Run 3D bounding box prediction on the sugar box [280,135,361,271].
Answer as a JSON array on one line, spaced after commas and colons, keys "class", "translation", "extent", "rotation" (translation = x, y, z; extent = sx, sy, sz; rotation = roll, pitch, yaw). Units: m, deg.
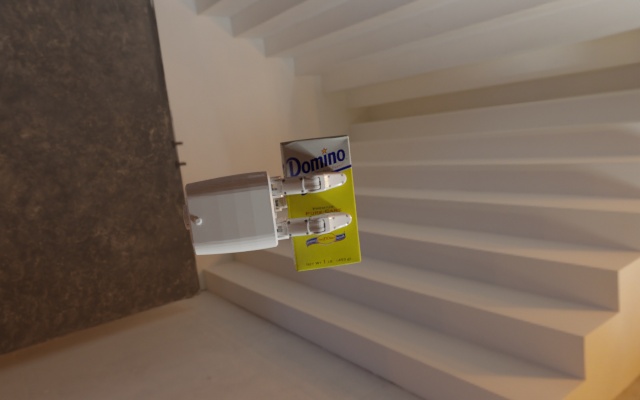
[{"class": "sugar box", "translation": [0.000, 0.002, 0.658], "extent": [0.093, 0.176, 0.048], "rotation": [-8, 9, -8]}]
